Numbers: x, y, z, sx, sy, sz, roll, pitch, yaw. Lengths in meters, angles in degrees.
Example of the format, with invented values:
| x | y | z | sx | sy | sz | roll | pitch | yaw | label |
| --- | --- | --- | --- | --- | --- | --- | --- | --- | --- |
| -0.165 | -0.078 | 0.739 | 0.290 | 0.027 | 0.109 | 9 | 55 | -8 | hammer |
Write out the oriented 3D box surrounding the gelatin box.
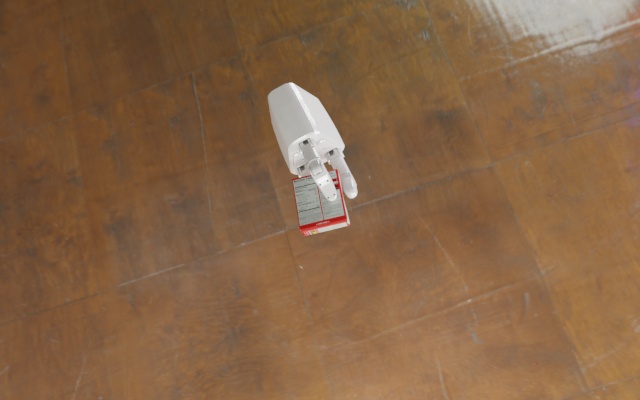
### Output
| x | y | z | sx | sy | sz | roll | pitch | yaw | label |
| --- | --- | --- | --- | --- | --- | --- | --- | --- | --- |
| 0.000 | 0.003 | 0.723 | 0.073 | 0.089 | 0.030 | -14 | -24 | 7 | gelatin box |
